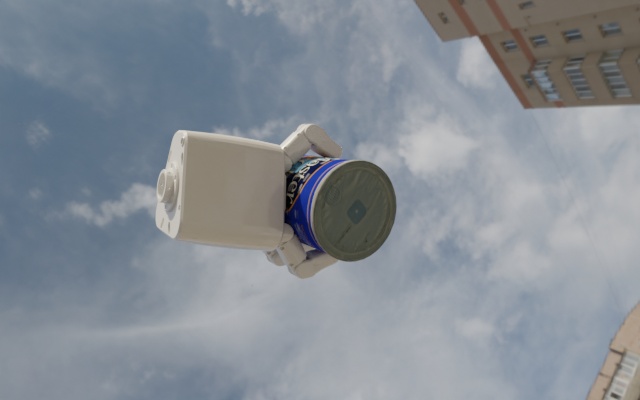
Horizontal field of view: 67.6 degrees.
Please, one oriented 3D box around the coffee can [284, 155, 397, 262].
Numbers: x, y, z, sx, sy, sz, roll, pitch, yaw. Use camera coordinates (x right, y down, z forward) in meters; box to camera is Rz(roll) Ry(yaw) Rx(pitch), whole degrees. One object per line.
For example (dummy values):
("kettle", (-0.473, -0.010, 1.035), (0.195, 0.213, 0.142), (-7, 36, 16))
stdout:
("coffee can", (0.000, 0.002, 0.532), (0.103, 0.103, 0.140), (0, 8, -32))
